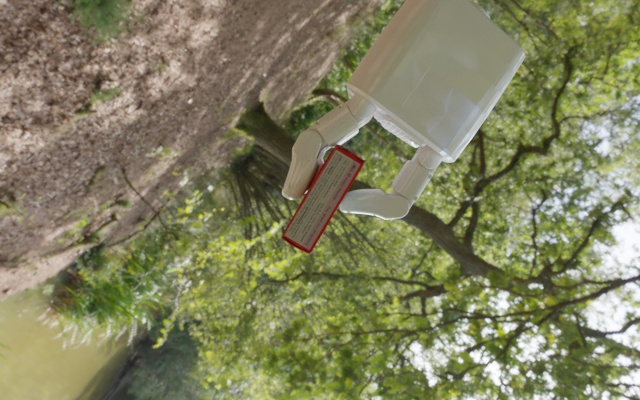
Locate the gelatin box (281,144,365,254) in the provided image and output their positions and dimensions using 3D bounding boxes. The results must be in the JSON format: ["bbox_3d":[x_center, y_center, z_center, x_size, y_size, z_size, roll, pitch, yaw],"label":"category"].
[{"bbox_3d":[0.000,0.002,0.410,0.030,0.089,0.073,30,-6,0],"label":"gelatin box"}]
